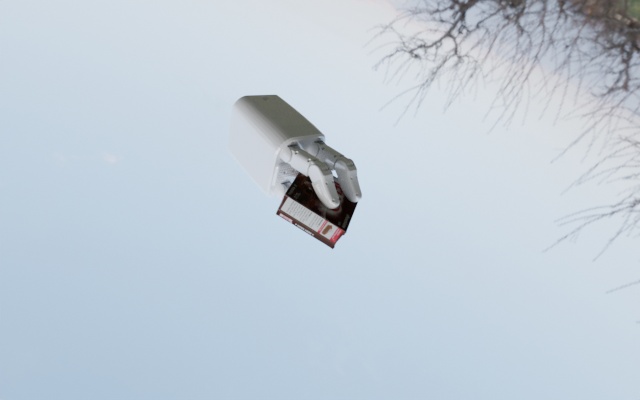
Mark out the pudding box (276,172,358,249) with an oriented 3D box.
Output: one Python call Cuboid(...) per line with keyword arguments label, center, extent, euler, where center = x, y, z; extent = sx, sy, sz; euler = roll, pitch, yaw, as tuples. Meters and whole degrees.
Cuboid(label="pudding box", center=(0.000, 0.002, 0.634), extent=(0.090, 0.039, 0.113), euler=(31, 33, -2))
